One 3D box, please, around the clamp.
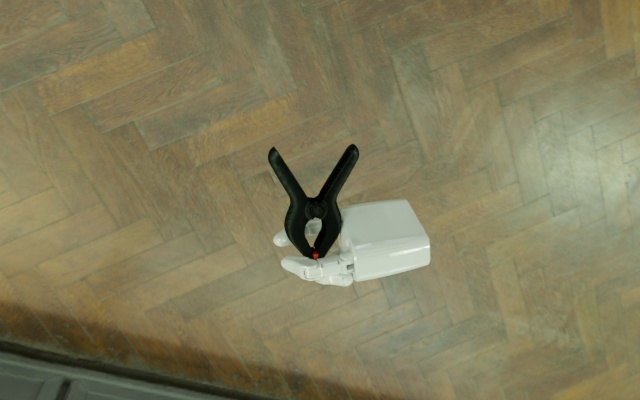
[{"bbox_3d":[0.000,0.002,0.639,0.120,0.171,0.039,-10,23,-7],"label":"clamp"}]
